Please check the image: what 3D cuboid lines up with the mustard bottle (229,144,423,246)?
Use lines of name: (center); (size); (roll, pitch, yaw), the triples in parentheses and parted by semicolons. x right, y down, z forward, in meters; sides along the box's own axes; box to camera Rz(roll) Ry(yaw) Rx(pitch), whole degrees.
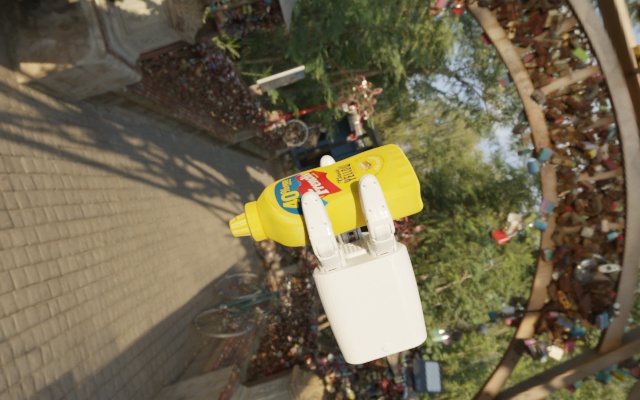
mustard bottle: (0.000, 0.001, 0.493); (0.191, 0.058, 0.096); (-17, 35, 1)
